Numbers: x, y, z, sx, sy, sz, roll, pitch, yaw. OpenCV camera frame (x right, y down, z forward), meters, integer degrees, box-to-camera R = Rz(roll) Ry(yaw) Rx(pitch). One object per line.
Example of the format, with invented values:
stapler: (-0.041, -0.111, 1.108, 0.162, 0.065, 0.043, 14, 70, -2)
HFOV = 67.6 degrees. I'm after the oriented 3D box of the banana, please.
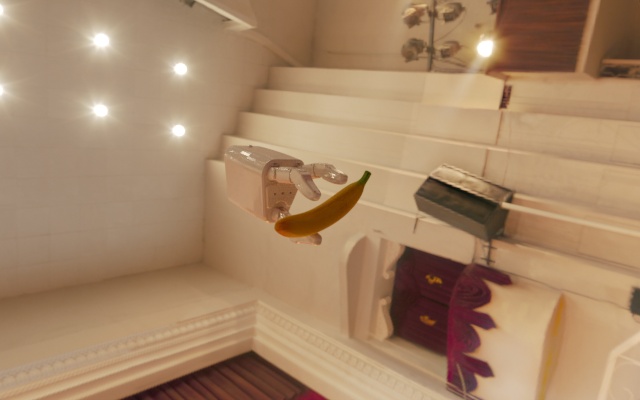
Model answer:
banana: (0.002, 0.016, 0.738, 0.037, 0.070, 0.197, 31, 48, 32)
